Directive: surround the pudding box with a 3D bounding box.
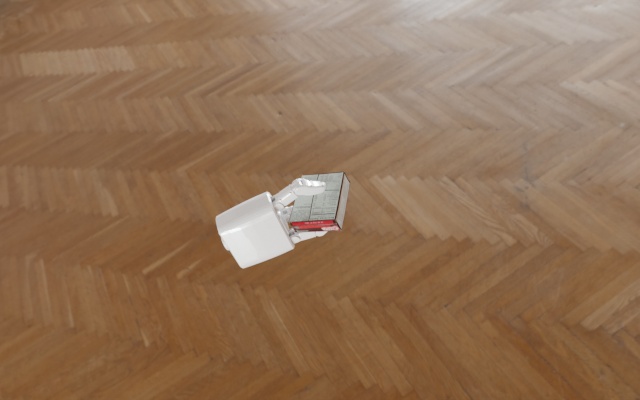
[{"bbox_3d":[0.000,0.003,0.860,0.090,0.113,0.039,-3,-36,21],"label":"pudding box"}]
